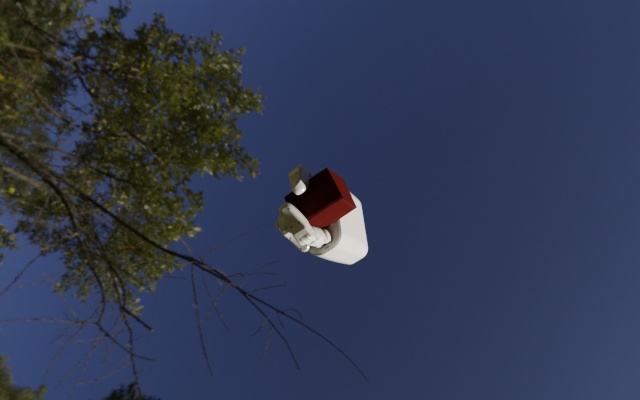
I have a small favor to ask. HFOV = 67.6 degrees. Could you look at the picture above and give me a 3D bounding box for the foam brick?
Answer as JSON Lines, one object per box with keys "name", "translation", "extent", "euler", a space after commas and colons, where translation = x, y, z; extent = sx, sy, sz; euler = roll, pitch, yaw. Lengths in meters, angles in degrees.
{"name": "foam brick", "translation": [0.000, 0.002, 0.658], "extent": [0.078, 0.053, 0.051], "euler": [-34, -30, 17]}
